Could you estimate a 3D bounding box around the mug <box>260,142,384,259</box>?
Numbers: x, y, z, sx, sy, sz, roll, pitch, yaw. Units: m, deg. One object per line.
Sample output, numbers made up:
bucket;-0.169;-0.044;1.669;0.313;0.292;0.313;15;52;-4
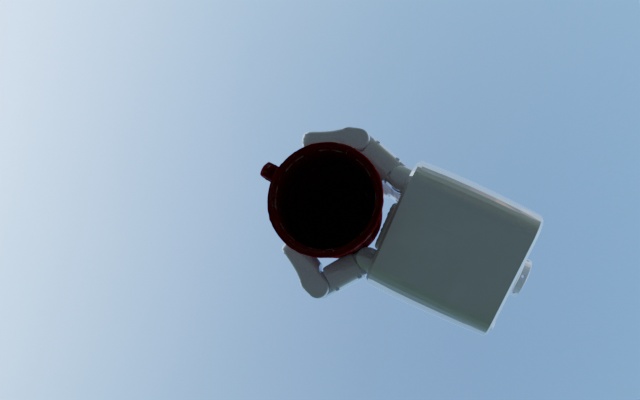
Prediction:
mug;-0.001;0.001;0.414;0.117;0.093;0.081;26;-5;15
